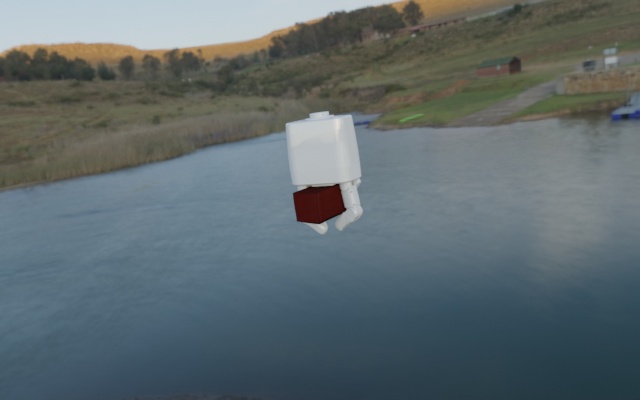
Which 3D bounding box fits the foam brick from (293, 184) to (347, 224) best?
[{"bbox_3d":[0.000,0.003,0.794,0.053,0.051,0.078,3,17,39],"label":"foam brick"}]
